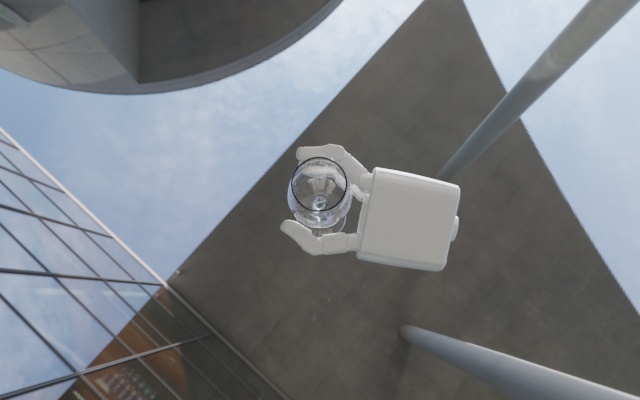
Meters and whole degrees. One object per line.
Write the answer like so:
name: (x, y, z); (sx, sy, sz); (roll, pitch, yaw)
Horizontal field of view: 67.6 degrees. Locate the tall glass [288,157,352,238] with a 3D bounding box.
tall glass: (0.000, 0.002, 0.613); (0.079, 0.079, 0.201); (0, -12, 1)
